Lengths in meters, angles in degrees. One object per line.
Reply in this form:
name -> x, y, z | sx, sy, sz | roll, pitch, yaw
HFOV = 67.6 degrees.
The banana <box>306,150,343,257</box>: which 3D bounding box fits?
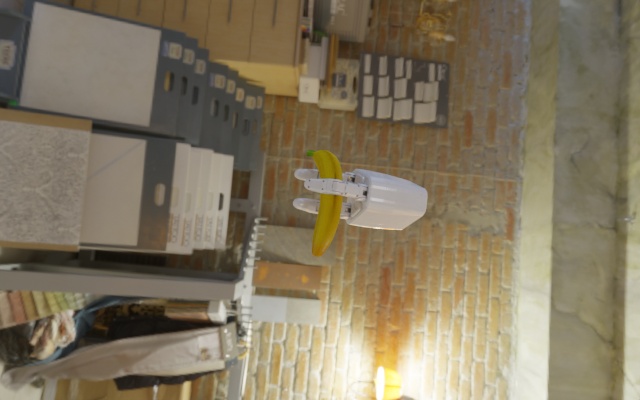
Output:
banana -> 0.010, -0.008, 0.787 | 0.037, 0.197, 0.070 | 13, -29, -29
